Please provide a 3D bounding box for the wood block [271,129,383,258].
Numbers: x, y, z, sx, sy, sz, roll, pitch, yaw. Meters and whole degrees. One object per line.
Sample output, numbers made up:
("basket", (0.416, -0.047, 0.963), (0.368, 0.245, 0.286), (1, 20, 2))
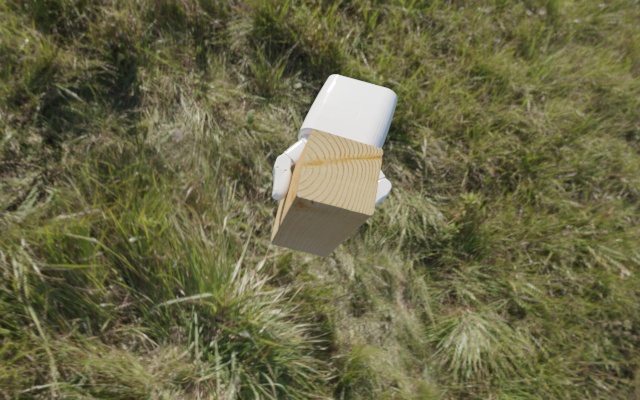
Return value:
("wood block", (0.000, 0.002, 0.632), (0.091, 0.090, 0.206), (15, -23, -8))
